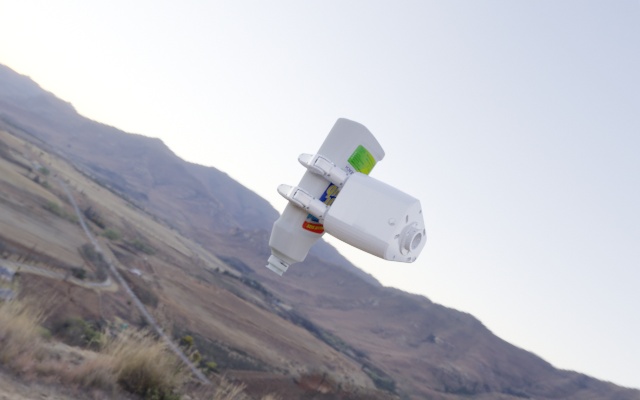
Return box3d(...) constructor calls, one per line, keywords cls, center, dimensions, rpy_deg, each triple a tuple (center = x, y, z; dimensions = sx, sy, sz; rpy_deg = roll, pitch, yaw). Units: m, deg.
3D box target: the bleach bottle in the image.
box3d(cls="bleach bottle", center=(0.000, 0.002, 0.728), dimensions=(0.068, 0.251, 0.103), rpy_deg=(25, -10, 37))
